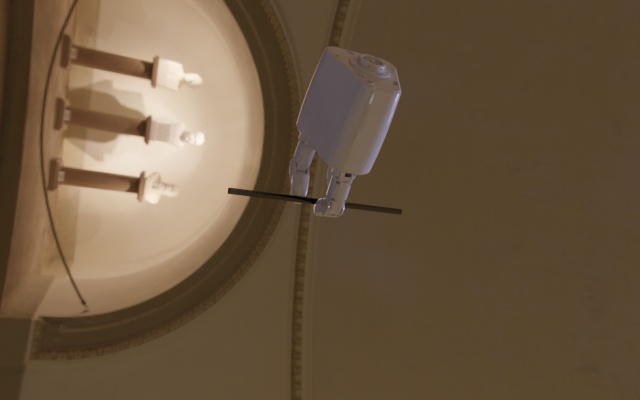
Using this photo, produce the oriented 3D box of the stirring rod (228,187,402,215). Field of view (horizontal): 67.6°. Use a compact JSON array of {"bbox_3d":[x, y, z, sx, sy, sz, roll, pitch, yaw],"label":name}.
[{"bbox_3d":[0.000,0.002,0.619,0.239,0.011,0.011,7,-3,-21],"label":"stirring rod"}]
